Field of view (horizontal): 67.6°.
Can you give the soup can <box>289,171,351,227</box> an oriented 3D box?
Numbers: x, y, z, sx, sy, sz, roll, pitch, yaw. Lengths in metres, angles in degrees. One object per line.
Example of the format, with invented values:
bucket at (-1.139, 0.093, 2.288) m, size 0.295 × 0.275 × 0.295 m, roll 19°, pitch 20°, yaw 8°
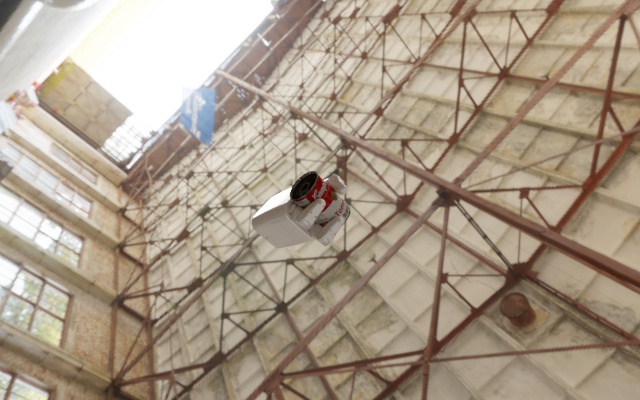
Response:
soup can at (0.001, 0.003, 0.892) m, size 0.102 × 0.068 × 0.068 m, roll 44°, pitch -25°, yaw -29°
